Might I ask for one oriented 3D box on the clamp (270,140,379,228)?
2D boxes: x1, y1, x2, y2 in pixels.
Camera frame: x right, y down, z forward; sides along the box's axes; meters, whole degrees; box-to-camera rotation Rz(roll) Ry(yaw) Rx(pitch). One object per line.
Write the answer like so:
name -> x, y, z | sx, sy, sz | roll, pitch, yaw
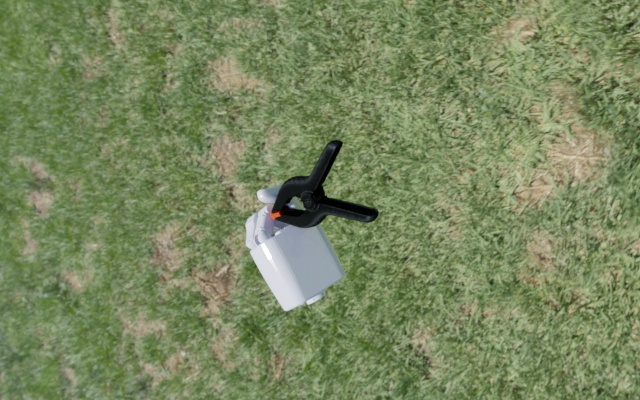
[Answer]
clamp -> 0.000, 0.002, 0.678 | 0.171, 0.120, 0.039 | -33, -3, 42
